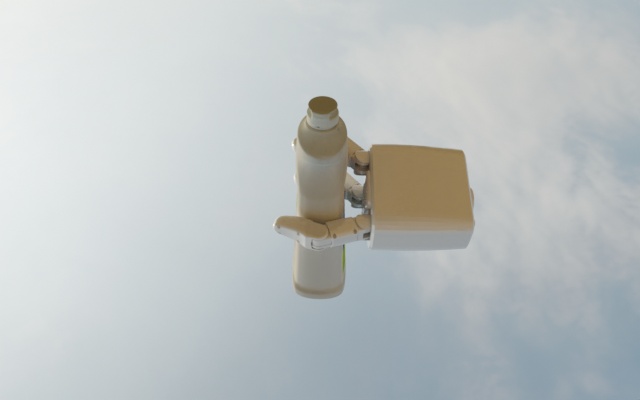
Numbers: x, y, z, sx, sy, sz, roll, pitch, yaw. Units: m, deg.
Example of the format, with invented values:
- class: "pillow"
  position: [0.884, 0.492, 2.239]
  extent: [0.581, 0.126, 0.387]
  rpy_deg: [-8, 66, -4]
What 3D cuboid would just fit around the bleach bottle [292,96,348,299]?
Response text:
- class: "bleach bottle"
  position: [0.000, 0.002, 0.532]
  extent: [0.068, 0.102, 0.251]
  rpy_deg: [1, -43, 0]
